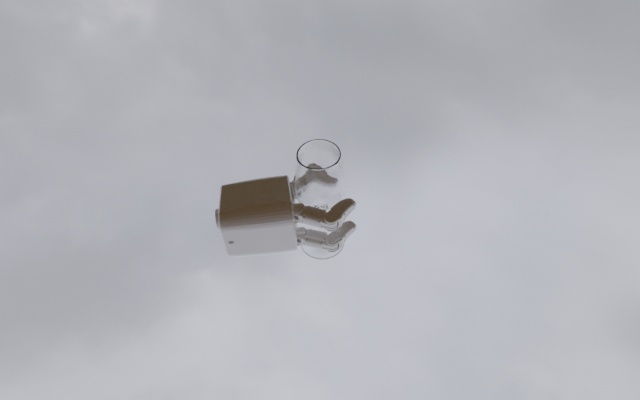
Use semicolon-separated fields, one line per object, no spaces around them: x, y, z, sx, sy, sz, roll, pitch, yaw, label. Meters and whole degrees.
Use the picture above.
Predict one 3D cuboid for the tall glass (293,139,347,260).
0.000;0.003;0.726;0.079;0.079;0.201;0;-42;2;tall glass
